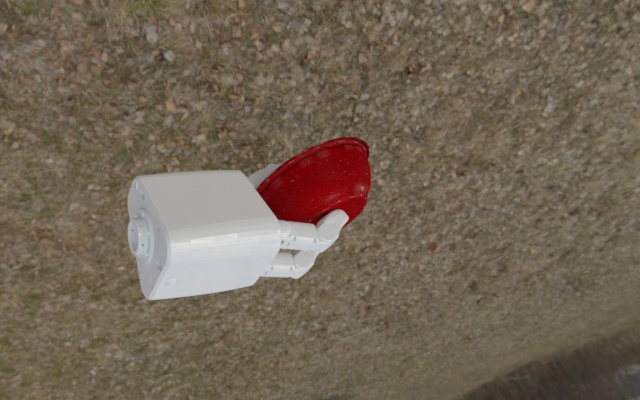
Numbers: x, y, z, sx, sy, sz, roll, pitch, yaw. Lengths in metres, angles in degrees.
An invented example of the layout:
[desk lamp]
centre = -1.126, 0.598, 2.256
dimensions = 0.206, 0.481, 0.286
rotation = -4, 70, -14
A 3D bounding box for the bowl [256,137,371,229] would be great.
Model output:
[bowl]
centre = 0.001, 0.002, 0.542
dimensions = 0.162, 0.055, 0.162
rotation = -28, -21, -12
